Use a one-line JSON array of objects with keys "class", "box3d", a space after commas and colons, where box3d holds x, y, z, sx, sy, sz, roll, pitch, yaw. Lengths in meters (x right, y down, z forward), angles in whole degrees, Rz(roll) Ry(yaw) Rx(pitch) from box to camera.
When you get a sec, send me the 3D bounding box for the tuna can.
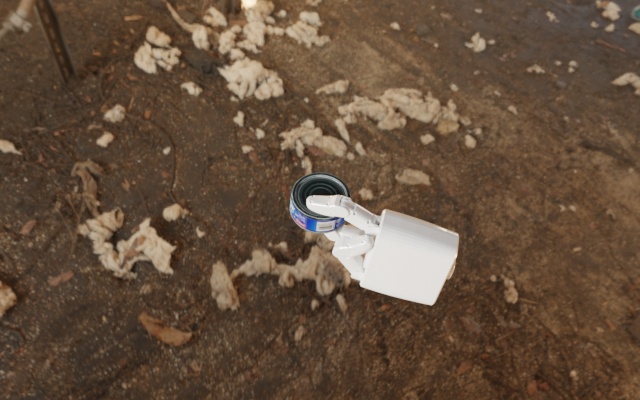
[{"class": "tuna can", "box3d": [0.000, 0.002, 0.669, 0.086, 0.086, 0.034, 0, -38, -5]}]
